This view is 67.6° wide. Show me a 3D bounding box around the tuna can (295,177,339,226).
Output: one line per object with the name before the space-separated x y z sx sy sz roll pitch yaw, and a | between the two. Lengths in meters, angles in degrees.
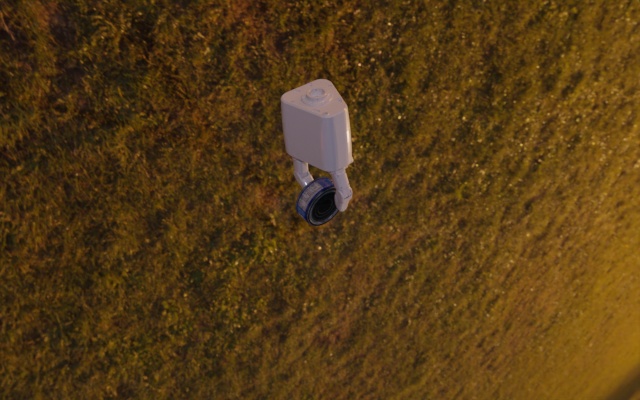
tuna can | 0.000 0.003 0.839 0.086 0.086 0.033 0 34 -47
